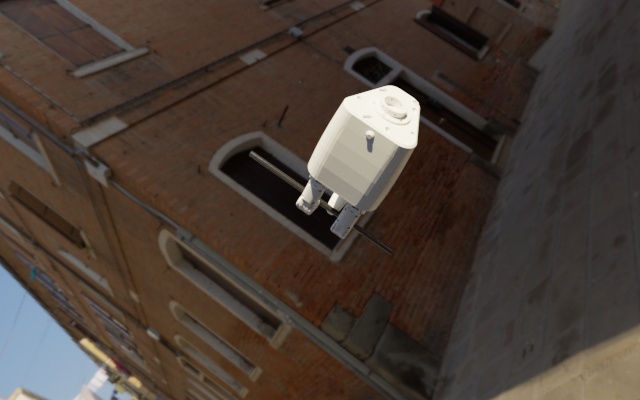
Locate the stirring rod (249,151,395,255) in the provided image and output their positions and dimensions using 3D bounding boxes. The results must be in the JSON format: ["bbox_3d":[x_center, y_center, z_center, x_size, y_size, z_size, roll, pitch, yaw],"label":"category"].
[{"bbox_3d":[0.000,0.002,0.658,0.239,0.011,0.011,35,4,6],"label":"stirring rod"}]
